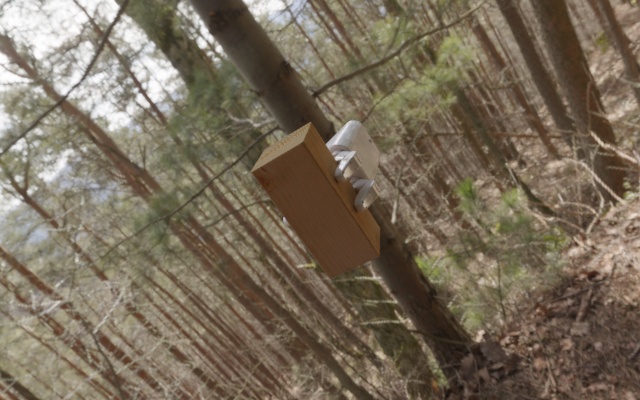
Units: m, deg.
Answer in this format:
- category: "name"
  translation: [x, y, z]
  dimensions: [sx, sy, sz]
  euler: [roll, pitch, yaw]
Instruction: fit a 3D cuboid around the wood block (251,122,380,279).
- category: "wood block"
  translation: [0.000, 0.002, 0.716]
  dimensions: [0.091, 0.206, 0.090]
  euler: [-27, 21, 20]
